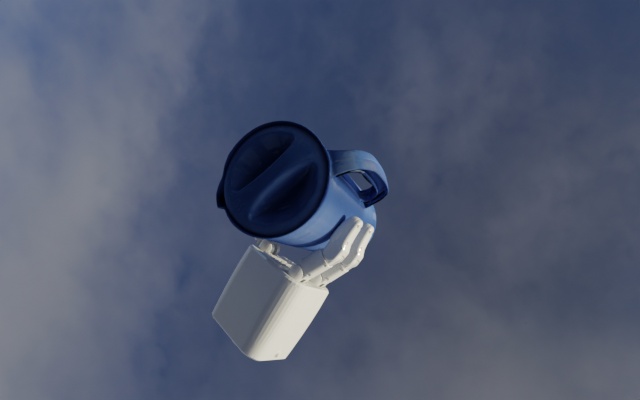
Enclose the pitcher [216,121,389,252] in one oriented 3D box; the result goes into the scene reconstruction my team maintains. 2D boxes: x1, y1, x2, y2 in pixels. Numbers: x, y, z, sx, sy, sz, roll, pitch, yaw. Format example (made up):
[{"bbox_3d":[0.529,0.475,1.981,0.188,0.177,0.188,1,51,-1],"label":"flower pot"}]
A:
[{"bbox_3d":[0.000,0.002,0.612,0.149,0.145,0.243,32,0,27],"label":"pitcher"}]
